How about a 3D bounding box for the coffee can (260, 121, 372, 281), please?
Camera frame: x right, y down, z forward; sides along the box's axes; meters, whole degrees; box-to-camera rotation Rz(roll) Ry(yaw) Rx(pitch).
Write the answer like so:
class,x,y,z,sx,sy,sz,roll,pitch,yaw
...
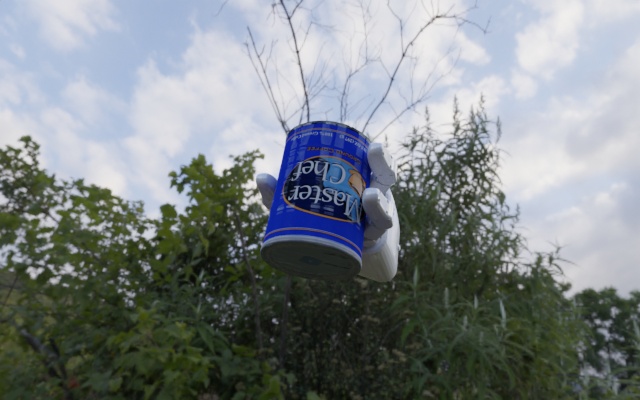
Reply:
class,x,y,z,sx,sy,sz,roll,pitch,yaw
coffee can,0.000,0.002,0.509,0.103,0.140,0.103,7,-28,4
